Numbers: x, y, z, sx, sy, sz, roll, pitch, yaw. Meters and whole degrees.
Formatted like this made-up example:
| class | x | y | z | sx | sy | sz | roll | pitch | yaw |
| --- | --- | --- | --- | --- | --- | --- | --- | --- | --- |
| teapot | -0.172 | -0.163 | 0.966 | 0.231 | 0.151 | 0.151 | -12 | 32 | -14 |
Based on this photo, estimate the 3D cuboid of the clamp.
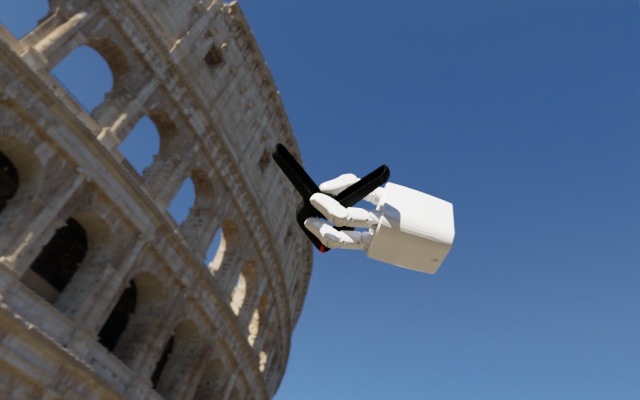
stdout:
| class | x | y | z | sx | sy | sz | roll | pitch | yaw |
| --- | --- | --- | --- | --- | --- | --- | --- | --- | --- |
| clamp | 0.000 | 0.002 | 0.717 | 0.164 | 0.036 | 0.210 | 18 | -41 | 3 |
